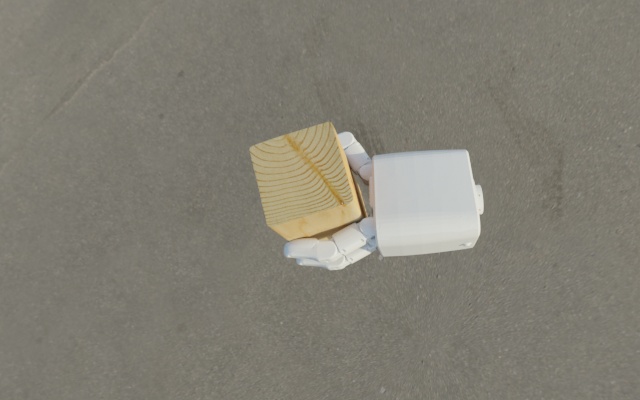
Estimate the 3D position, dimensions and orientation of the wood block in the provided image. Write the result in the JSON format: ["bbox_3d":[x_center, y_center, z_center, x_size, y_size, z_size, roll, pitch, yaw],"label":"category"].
[{"bbox_3d":[0.000,0.001,0.559,0.090,0.090,0.206,-17,-19,7],"label":"wood block"}]
